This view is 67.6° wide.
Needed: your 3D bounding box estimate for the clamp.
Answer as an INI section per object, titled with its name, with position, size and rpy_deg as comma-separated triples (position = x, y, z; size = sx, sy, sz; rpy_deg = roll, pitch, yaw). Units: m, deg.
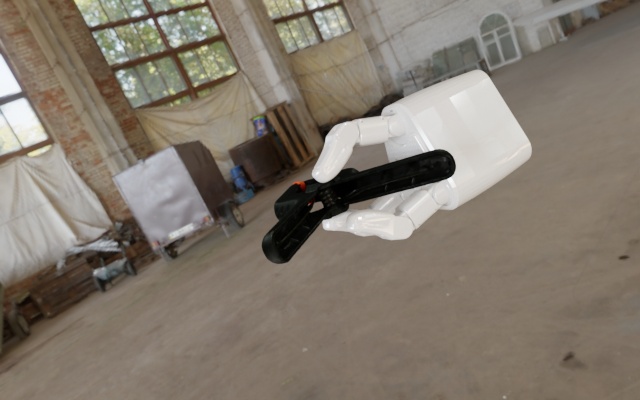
[clamp]
position = 0.000, 0.001, 0.438
size = 0.164, 0.036, 0.210
rpy_deg = -27, 10, -20
